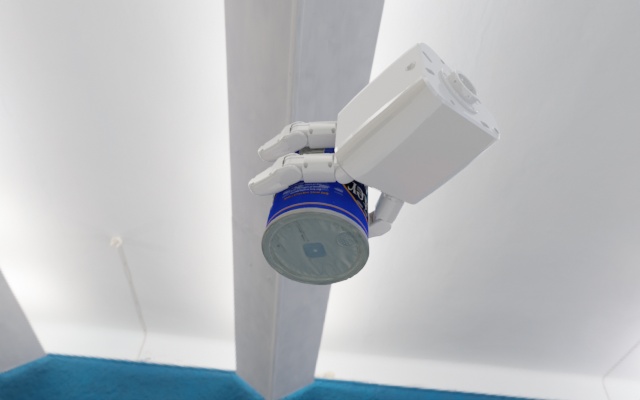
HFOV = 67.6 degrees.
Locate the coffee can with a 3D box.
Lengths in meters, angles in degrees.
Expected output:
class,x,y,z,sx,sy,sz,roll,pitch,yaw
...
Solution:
class,x,y,z,sx,sy,sz,roll,pitch,yaw
coffee can,0.000,0.002,0.500,0.103,0.103,0.140,0,42,6
